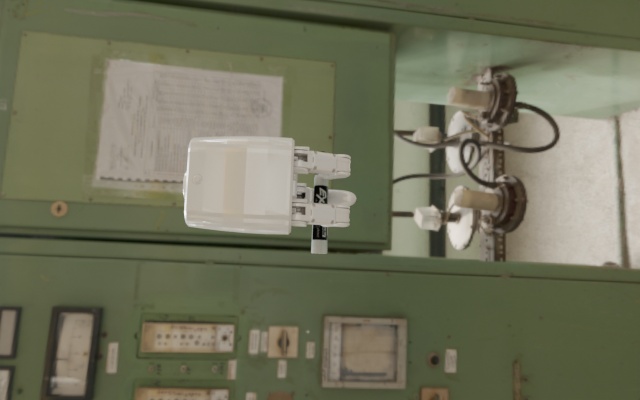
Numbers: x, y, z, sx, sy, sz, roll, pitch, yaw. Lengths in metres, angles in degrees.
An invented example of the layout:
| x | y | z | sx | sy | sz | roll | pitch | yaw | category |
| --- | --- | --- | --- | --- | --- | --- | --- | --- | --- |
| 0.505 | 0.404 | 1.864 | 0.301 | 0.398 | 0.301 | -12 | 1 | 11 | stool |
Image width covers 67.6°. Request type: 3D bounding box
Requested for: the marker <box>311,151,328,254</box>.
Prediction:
| x | y | z | sx | sy | sz | roll | pitch | yaw | category |
| --- | --- | --- | --- | --- | --- | --- | --- | --- | --- |
| 0.000 | 0.002 | 0.563 | 0.020 | 0.121 | 0.020 | 2 | -8 | 0 | marker |
